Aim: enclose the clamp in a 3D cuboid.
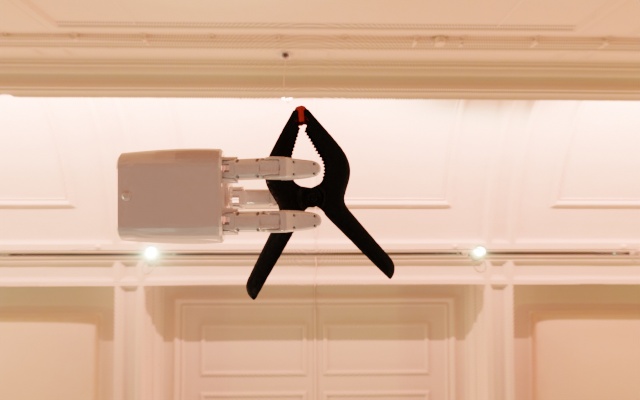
[{"bbox_3d":[0.000,0.001,0.530,0.164,0.210,0.036,0,-2,-8],"label":"clamp"}]
